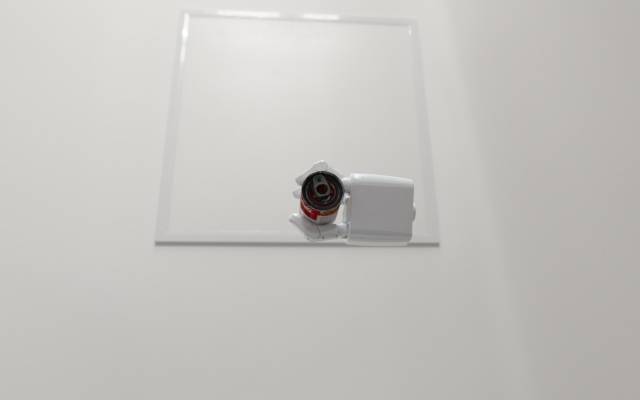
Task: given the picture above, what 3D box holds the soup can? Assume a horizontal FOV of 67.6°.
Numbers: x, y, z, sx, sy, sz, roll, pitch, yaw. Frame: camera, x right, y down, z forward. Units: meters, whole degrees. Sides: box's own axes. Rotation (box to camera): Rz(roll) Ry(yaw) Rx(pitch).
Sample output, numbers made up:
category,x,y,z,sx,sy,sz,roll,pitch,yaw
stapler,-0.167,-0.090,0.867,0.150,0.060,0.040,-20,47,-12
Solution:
category,x,y,z,sx,sy,sz,roll,pitch,yaw
soup can,0.000,0.003,0.784,0.068,0.068,0.102,0,-21,-5
